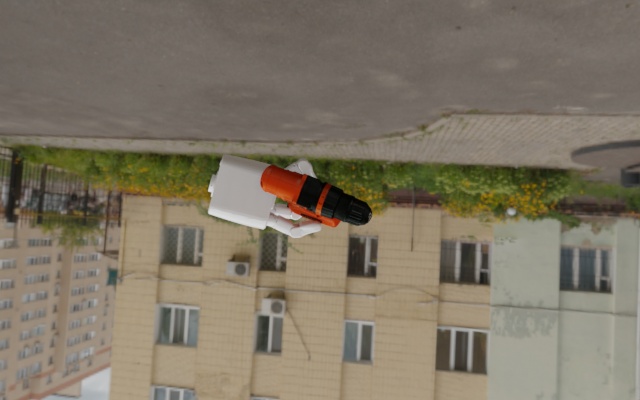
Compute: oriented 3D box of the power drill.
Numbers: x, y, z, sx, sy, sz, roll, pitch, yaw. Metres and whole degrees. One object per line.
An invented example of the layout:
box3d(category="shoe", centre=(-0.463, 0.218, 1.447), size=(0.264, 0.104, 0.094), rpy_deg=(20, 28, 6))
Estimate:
box3d(category="power drill", centre=(0.000, 0.003, 0.812), size=(0.184, 0.057, 0.188), rpy_deg=(23, -7, 8))
